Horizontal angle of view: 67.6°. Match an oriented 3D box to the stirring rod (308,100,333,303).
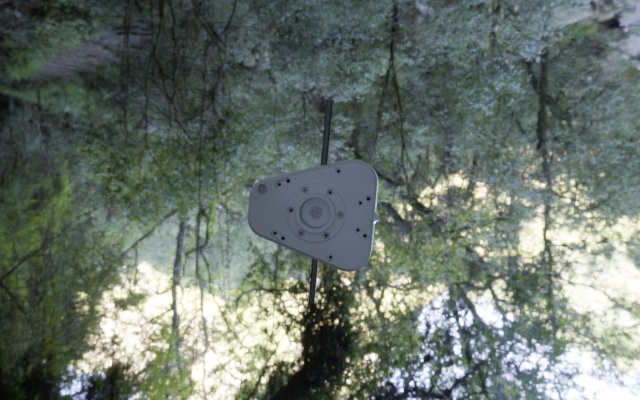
[{"bbox_3d":[0.000,0.002,0.566,0.011,0.239,0.011,5,1,0],"label":"stirring rod"}]
